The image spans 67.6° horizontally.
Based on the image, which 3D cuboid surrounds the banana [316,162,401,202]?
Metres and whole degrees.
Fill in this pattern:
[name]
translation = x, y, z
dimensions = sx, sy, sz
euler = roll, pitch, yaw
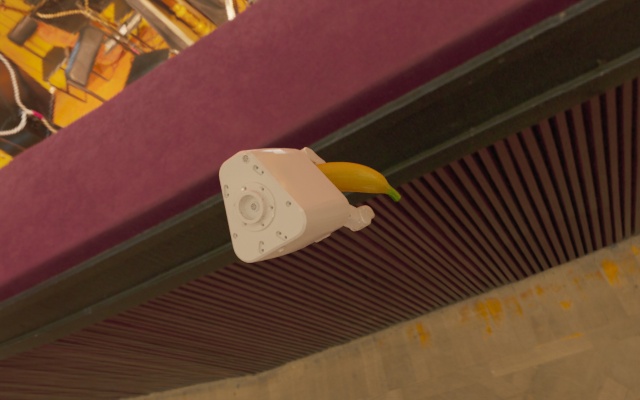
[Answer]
[banana]
translation = -0.001, -0.015, 0.615
dimensions = 0.198, 0.070, 0.037
euler = -6, 28, 20
